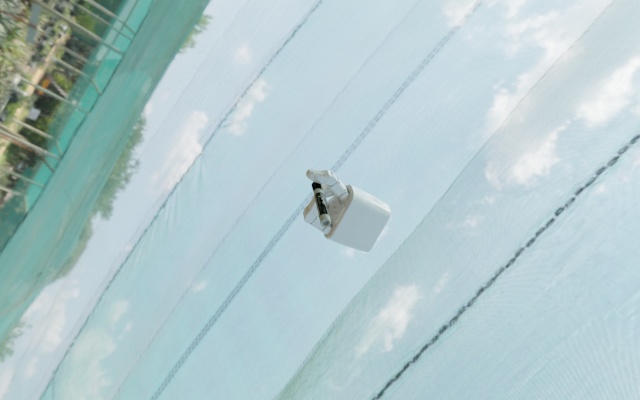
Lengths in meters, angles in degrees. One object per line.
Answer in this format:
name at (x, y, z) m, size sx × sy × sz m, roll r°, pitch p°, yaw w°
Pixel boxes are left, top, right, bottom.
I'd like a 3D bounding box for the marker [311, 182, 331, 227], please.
marker at (0.000, 0.003, 0.880) m, size 0.020 × 0.020 × 0.121 m, roll 0°, pitch 38°, yaw -11°
